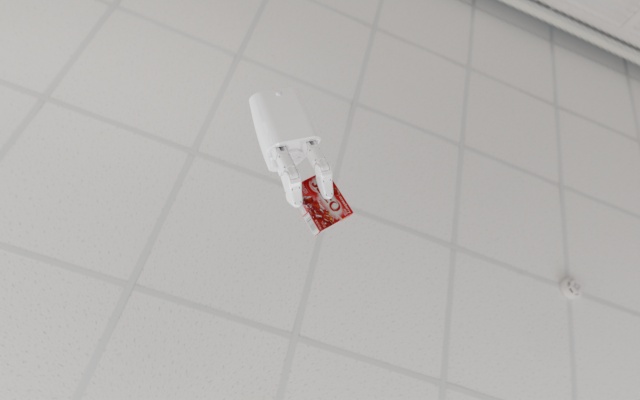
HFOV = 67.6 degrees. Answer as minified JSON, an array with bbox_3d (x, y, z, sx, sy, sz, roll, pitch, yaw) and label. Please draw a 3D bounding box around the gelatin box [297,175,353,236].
[{"bbox_3d":[0.000,0.003,0.794,0.073,0.089,0.030,-28,-8,-28],"label":"gelatin box"}]
